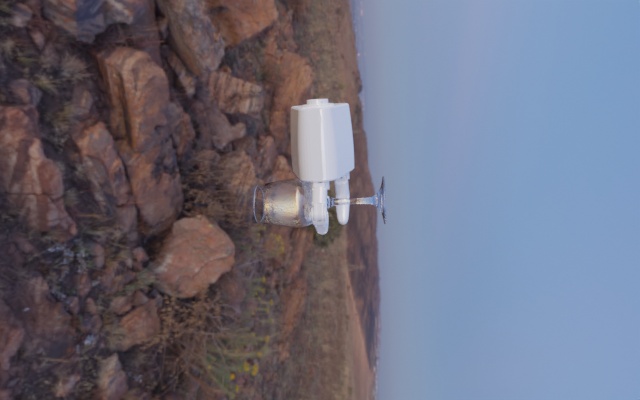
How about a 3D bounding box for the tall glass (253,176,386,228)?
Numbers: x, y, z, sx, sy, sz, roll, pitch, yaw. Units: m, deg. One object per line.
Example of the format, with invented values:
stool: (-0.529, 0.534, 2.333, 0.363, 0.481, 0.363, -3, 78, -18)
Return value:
tall glass: (0.001, 0.003, 0.746, 0.201, 0.079, 0.079, -2, 0, 6)
